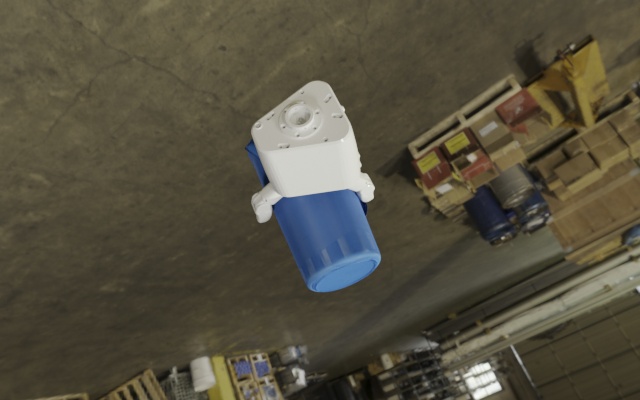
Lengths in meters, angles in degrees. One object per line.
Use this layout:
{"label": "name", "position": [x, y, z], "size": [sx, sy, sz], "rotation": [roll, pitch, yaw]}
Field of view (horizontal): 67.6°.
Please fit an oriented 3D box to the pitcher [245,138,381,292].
{"label": "pitcher", "position": [0.000, 0.002, 0.695], "size": [0.149, 0.242, 0.145], "rotation": [-22, -26, -3]}
